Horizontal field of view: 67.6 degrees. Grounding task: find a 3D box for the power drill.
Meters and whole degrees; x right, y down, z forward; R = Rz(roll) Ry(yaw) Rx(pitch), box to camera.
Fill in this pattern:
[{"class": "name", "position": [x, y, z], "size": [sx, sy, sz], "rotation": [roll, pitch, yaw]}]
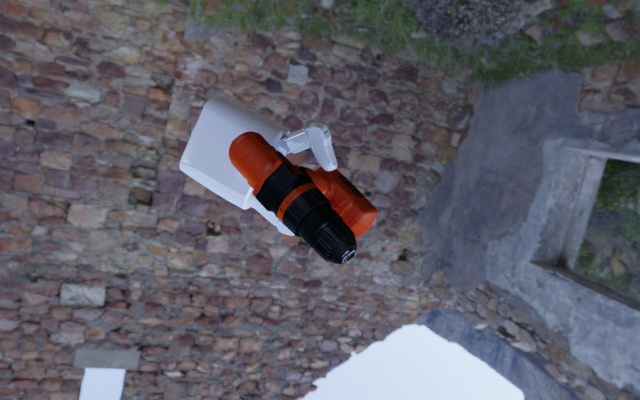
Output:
[{"class": "power drill", "position": [0.000, 0.002, 0.555], "size": [0.184, 0.057, 0.188], "rotation": [47, 13, 23]}]
